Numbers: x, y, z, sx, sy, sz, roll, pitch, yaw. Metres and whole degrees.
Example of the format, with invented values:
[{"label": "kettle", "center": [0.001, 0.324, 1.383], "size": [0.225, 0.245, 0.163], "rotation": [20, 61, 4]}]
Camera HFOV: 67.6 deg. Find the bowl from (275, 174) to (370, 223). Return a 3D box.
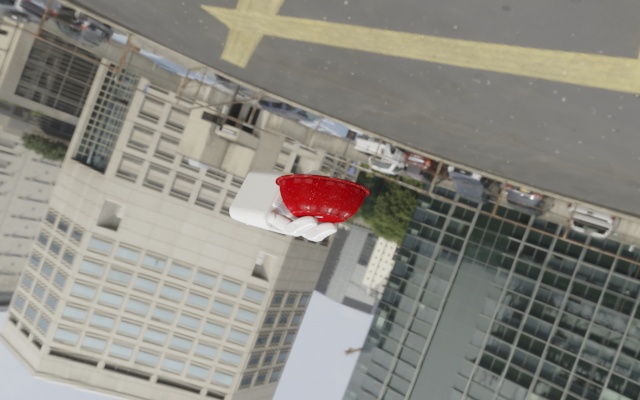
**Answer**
[{"label": "bowl", "center": [0.001, 0.003, 0.804], "size": [0.162, 0.055, 0.162], "rotation": [7, -12, 1]}]
